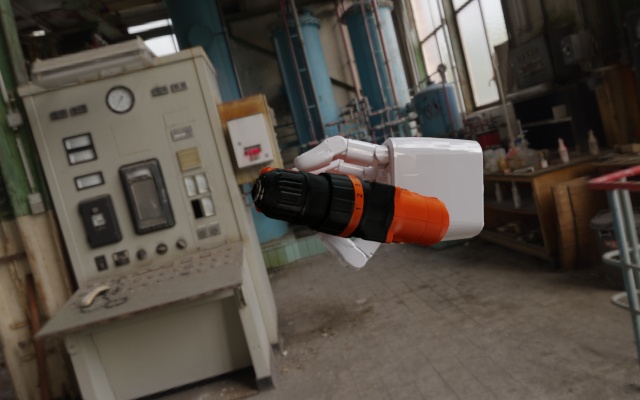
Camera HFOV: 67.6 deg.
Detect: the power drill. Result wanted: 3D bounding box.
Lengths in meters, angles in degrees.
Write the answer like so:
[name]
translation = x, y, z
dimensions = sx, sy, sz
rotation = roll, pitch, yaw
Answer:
[power drill]
translation = 0.000, 0.001, 0.462
dimensions = 0.184, 0.057, 0.187
rotation = 12, 1, -27
